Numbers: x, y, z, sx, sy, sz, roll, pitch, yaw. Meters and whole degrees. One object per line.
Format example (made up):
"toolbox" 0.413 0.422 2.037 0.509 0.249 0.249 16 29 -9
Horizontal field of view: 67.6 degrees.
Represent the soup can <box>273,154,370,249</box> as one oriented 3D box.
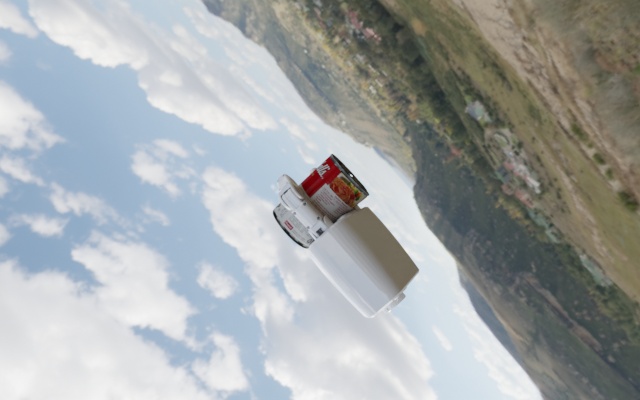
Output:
"soup can" 0.000 0.002 0.585 0.102 0.068 0.068 -43 -9 10
